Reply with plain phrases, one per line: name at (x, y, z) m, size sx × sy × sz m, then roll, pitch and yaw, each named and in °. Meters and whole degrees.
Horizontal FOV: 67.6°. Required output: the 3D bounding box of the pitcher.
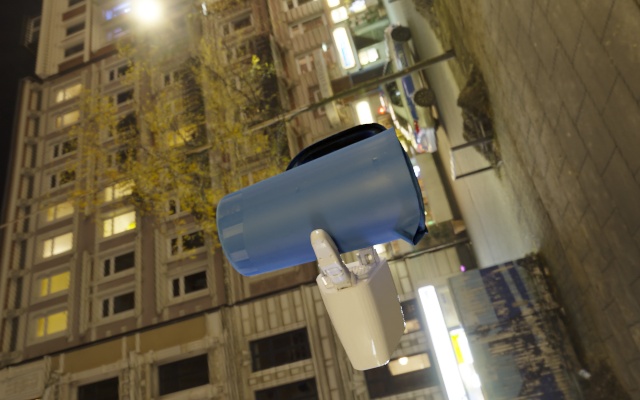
pitcher at (0.000, 0.002, 0.595) m, size 0.243 × 0.145 × 0.149 m, roll -18°, pitch 10°, yaw 10°
